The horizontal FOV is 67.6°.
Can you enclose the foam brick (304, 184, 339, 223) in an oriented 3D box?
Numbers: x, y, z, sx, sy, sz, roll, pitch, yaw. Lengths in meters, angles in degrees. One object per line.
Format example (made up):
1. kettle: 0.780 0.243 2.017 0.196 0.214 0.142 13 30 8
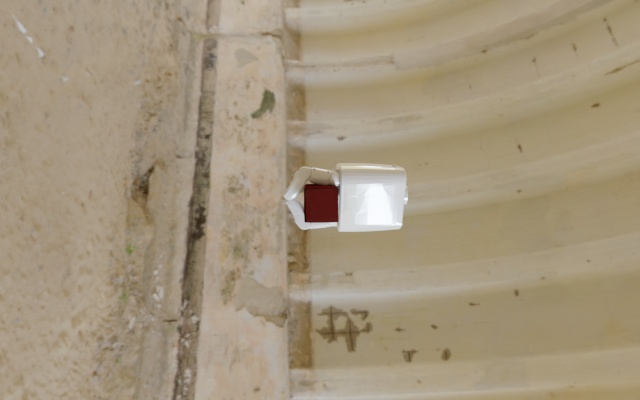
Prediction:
1. foam brick: 0.000 0.003 0.742 0.051 0.053 0.078 0 8 -3
